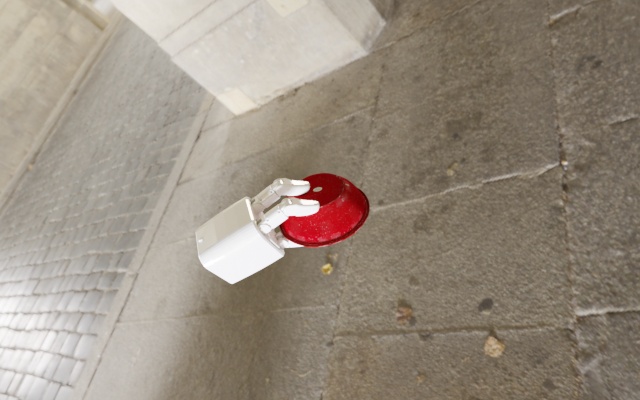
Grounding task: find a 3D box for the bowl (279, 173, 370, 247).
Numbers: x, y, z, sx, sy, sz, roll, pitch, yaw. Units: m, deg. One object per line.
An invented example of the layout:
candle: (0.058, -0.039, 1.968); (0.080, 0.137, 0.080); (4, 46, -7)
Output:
bowl: (0.001, 0.002, 0.811); (0.162, 0.055, 0.162); (-10, 39, 8)
